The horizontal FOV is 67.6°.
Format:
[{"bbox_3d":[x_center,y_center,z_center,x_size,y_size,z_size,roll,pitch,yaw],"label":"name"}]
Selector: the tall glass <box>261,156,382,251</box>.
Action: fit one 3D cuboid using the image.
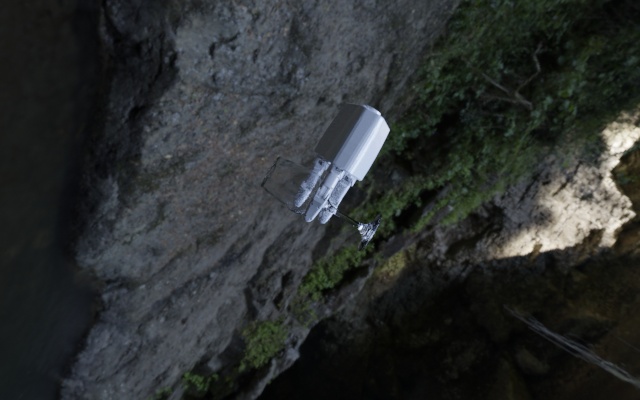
[{"bbox_3d":[0.001,0.003,0.810,0.201,0.079,0.079,31,-1,-2],"label":"tall glass"}]
